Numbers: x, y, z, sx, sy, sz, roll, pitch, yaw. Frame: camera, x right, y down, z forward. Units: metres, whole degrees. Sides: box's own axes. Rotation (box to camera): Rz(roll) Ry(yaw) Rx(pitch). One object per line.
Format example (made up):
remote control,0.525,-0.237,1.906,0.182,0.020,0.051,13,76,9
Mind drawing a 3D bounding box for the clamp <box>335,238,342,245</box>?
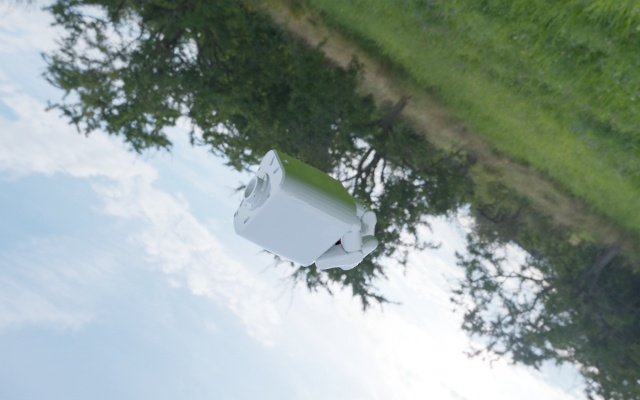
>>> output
clamp,0.000,0.003,0.689,0.120,0.039,0.171,26,18,-26
